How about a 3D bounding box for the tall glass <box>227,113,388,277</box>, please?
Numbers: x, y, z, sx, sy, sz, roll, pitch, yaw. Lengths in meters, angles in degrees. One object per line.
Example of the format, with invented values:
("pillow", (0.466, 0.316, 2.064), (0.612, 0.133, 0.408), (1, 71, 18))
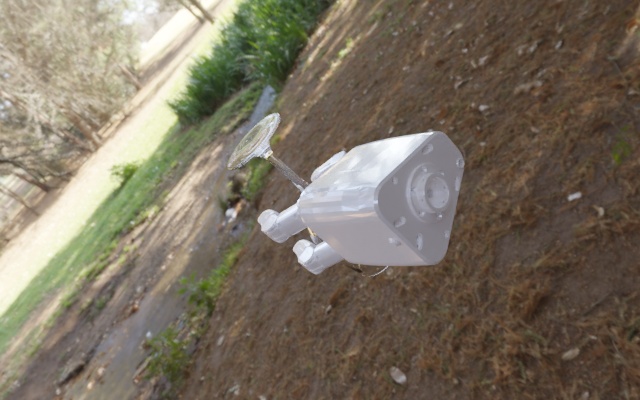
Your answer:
("tall glass", (0.000, 0.001, 0.514), (0.201, 0.079, 0.079), (42, -21, -25))
